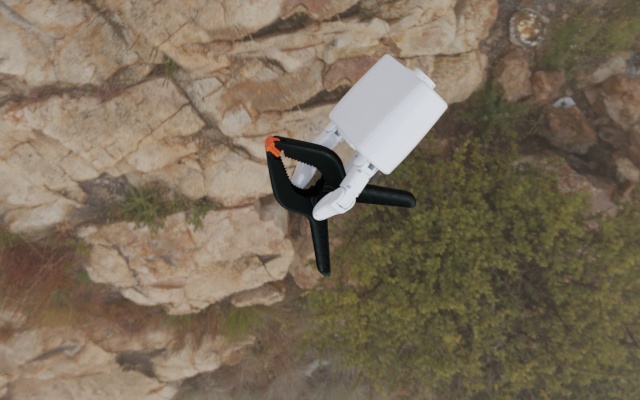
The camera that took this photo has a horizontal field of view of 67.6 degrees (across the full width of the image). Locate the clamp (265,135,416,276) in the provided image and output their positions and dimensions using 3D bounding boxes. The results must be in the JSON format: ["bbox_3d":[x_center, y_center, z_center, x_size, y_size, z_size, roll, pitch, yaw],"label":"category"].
[{"bbox_3d":[0.000,0.002,0.608,0.210,0.164,0.036,36,15,-26],"label":"clamp"}]
